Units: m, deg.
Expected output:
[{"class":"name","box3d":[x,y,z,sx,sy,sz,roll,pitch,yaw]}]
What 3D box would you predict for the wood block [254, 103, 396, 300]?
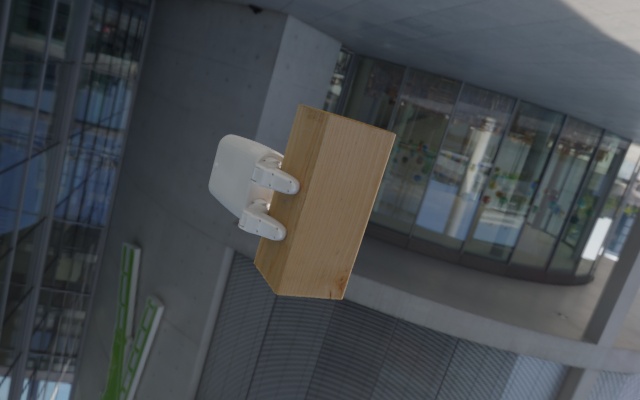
[{"class":"wood block","box3d":[0.000,0.002,0.566,0.091,0.206,0.090,10,13,-29]}]
